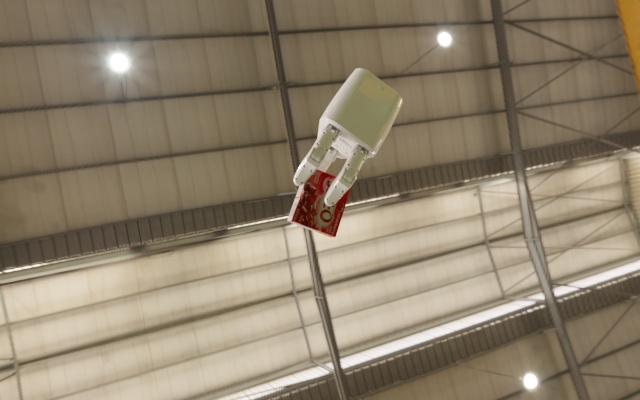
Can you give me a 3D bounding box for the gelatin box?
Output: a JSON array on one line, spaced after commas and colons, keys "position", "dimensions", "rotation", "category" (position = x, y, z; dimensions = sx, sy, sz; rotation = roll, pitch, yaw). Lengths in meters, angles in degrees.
[{"position": [0.000, 0.003, 0.720], "dimensions": [0.073, 0.089, 0.030], "rotation": [21, -10, -15], "category": "gelatin box"}]
